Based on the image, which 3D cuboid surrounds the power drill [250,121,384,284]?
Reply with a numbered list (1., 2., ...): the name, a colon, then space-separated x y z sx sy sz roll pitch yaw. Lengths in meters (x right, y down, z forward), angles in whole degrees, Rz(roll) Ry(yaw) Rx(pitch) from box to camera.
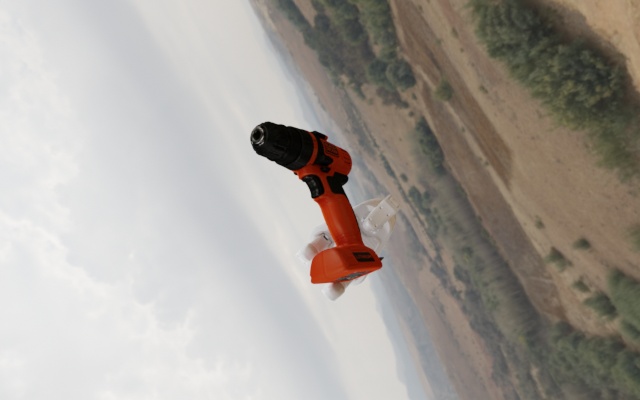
1. power drill: 0.000 0.002 0.567 0.057 0.187 0.184 -26 -19 29
